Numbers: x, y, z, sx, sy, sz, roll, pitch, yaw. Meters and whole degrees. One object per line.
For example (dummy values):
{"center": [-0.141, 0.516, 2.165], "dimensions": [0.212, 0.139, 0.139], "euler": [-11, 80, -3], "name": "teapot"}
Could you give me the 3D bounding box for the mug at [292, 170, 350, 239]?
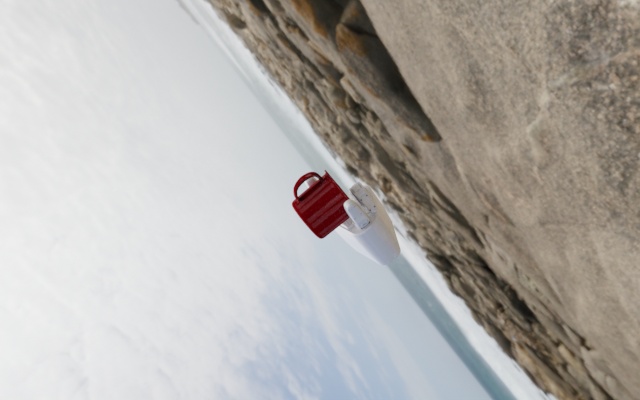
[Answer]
{"center": [-0.001, 0.002, 0.790], "dimensions": [0.117, 0.081, 0.093], "euler": [49, 3, -36], "name": "mug"}
